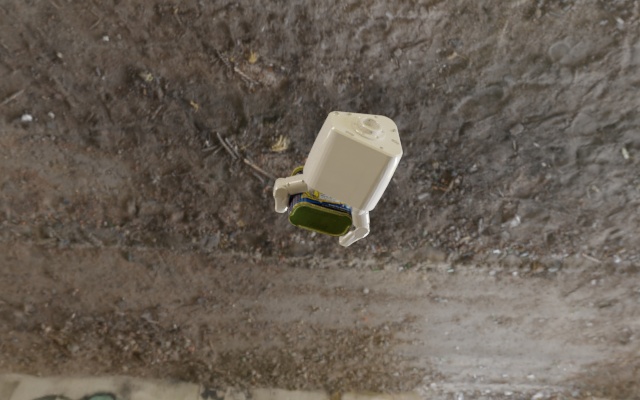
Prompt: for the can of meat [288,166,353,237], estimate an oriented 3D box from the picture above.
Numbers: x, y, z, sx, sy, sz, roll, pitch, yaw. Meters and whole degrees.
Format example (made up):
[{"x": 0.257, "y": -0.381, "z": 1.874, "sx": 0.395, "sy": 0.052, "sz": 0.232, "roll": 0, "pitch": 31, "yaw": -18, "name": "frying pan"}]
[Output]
[{"x": 0.000, "y": 0.003, "z": 0.746, "sx": 0.102, "sy": 0.083, "sz": 0.057, "roll": 16, "pitch": -48, "yaw": -15, "name": "can of meat"}]
